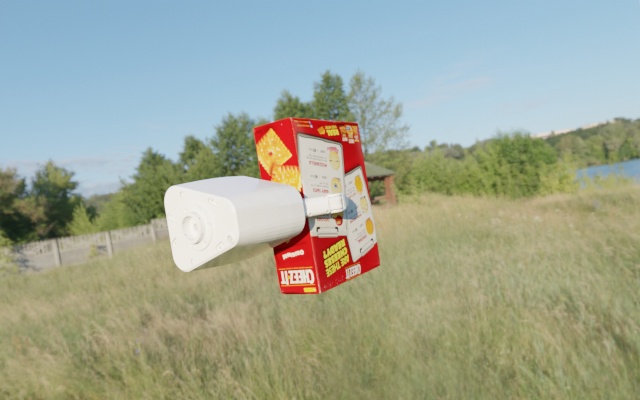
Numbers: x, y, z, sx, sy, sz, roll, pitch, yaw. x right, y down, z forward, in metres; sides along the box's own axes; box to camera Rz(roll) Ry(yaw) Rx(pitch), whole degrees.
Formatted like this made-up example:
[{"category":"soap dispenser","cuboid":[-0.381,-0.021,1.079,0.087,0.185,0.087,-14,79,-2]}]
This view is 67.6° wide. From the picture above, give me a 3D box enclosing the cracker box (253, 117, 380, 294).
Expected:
[{"category":"cracker box","cuboid":[0.000,0.002,0.645,0.072,0.213,0.164,-8,1,34]}]
